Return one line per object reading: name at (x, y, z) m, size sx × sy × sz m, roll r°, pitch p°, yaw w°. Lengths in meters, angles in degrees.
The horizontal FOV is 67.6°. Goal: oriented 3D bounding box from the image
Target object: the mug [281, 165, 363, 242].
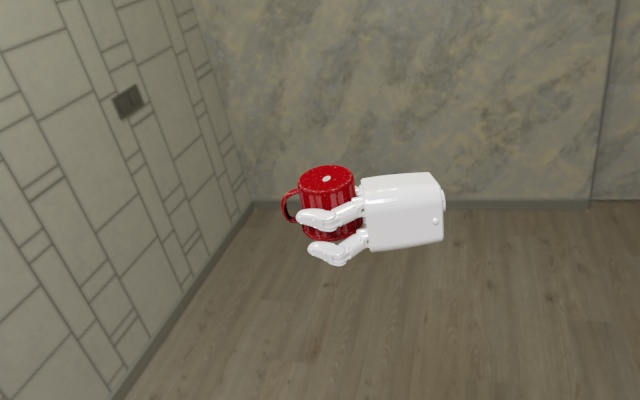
mug at (-0.001, 0.002, 0.699) m, size 0.117 × 0.081 × 0.093 m, roll -7°, pitch 32°, yaw 4°
